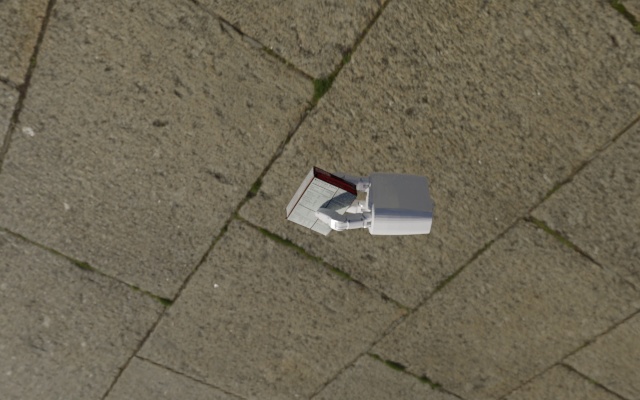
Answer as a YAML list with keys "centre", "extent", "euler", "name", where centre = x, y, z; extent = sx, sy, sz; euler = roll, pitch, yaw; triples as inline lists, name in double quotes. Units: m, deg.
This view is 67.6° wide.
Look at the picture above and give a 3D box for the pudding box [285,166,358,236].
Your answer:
- centre: [0.000, 0.003, 0.860]
  extent: [0.090, 0.113, 0.039]
  euler: [24, 31, -18]
  name: "pudding box"
